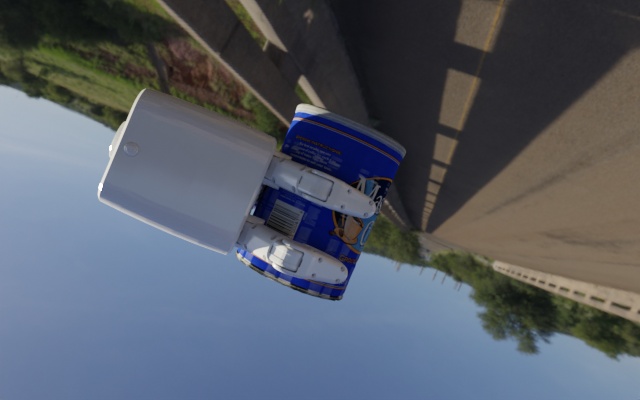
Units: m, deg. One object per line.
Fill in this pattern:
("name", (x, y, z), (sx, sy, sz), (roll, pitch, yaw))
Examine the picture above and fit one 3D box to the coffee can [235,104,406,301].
("coffee can", (0.000, 0.001, 0.419), (0.103, 0.140, 0.103), (23, 1, 0))
